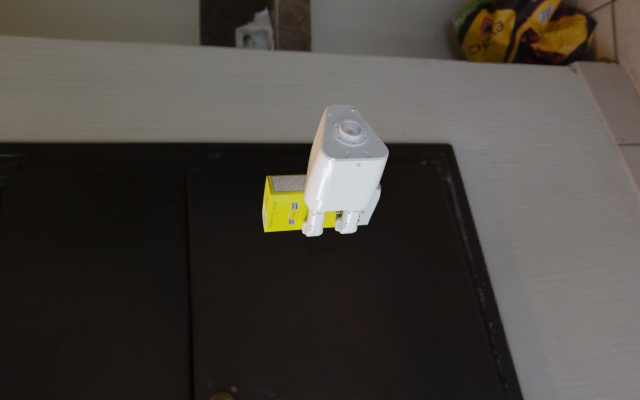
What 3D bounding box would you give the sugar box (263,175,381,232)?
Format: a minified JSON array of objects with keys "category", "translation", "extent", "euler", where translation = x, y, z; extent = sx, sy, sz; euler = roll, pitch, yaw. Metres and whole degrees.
[{"category":"sugar box","translation":[0.000,0.003,0.752],"extent":[0.176,0.048,0.093],"euler":[-2,-39,-15]}]
